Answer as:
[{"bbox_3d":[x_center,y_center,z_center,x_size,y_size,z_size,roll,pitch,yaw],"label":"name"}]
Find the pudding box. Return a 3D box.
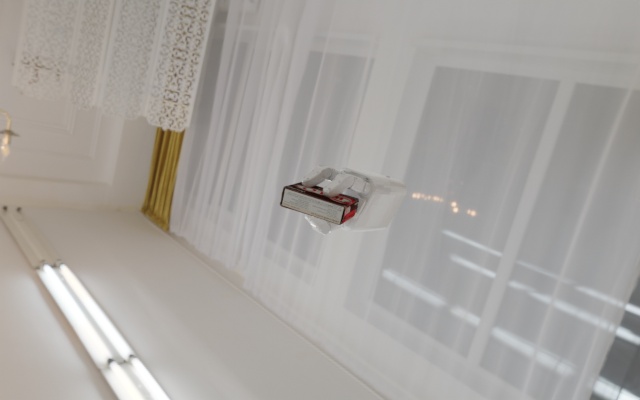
[{"bbox_3d":[0.000,0.003,0.811,0.113,0.039,0.090,16,11,16],"label":"pudding box"}]
